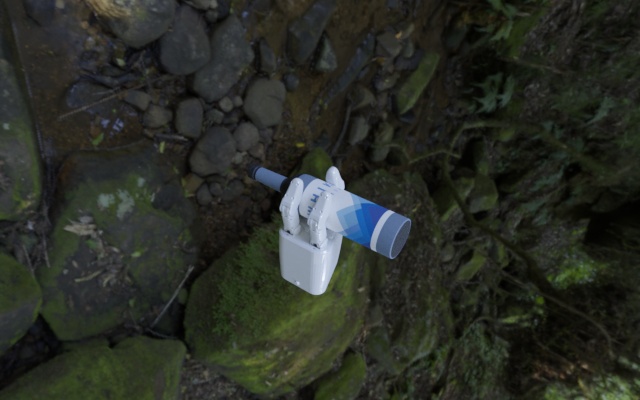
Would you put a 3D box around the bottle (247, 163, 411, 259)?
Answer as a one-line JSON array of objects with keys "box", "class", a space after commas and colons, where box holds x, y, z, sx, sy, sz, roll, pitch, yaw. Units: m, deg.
[{"box": [0.000, 0.003, 0.782, 0.295, 0.069, 0.069, 25, 11, 25], "class": "bottle"}]
